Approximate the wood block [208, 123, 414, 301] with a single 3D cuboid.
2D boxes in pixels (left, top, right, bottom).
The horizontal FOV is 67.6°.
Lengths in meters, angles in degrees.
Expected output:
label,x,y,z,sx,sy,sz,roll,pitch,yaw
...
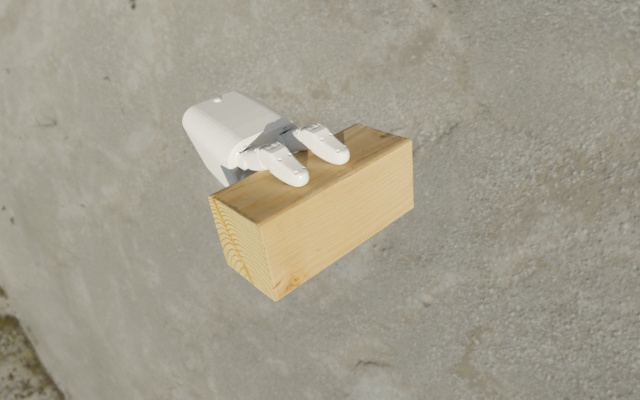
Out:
label,x,y,z,sx,sy,sz,roll,pitch,yaw
wood block,0.000,0.002,0.511,0.206,0.091,0.090,-30,38,-31
